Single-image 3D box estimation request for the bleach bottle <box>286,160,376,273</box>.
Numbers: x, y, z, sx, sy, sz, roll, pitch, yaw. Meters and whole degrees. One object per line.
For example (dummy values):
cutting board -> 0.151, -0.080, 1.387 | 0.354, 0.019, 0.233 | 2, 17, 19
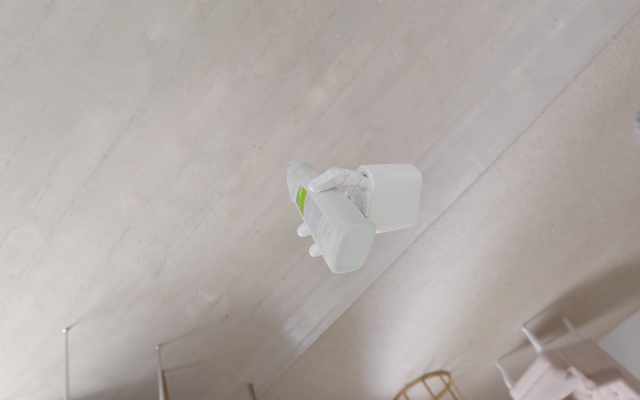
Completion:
bleach bottle -> 0.000, 0.003, 0.806 | 0.068, 0.103, 0.250 | -6, 39, -26
